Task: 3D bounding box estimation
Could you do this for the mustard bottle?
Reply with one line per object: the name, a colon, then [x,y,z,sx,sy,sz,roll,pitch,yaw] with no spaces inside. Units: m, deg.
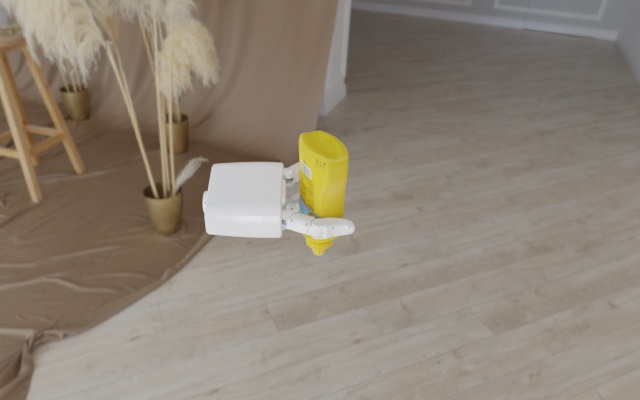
mustard bottle: [0.000,0.002,0.702,0.058,0.192,0.096,-13,36,-23]
